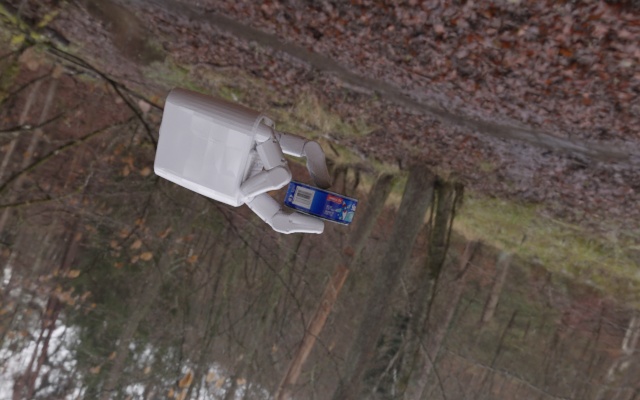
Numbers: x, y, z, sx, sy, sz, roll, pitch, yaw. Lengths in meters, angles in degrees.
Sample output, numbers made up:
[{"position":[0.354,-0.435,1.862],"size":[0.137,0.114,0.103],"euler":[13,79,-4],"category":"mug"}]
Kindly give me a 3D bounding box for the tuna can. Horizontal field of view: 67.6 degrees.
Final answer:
[{"position":[0.000,0.002,0.575],"size":[0.086,0.034,0.086],"euler":[17,1,0],"category":"tuna can"}]
